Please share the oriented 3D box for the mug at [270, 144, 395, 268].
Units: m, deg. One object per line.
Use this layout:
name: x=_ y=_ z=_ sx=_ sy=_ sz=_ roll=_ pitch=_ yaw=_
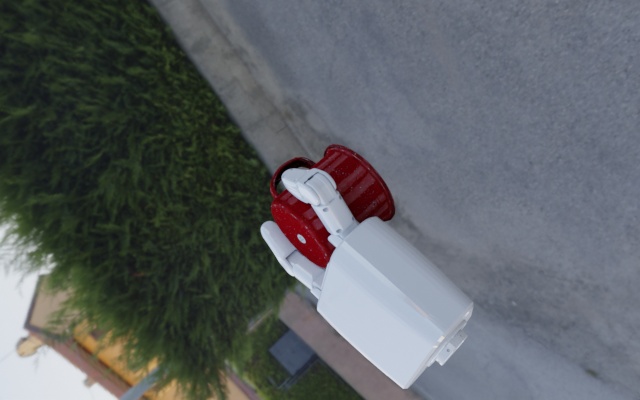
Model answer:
mug: x=-0.001 y=0.001 z=0.452 sx=0.117 sy=0.081 sz=0.093 roll=40 pitch=-21 yaw=24
